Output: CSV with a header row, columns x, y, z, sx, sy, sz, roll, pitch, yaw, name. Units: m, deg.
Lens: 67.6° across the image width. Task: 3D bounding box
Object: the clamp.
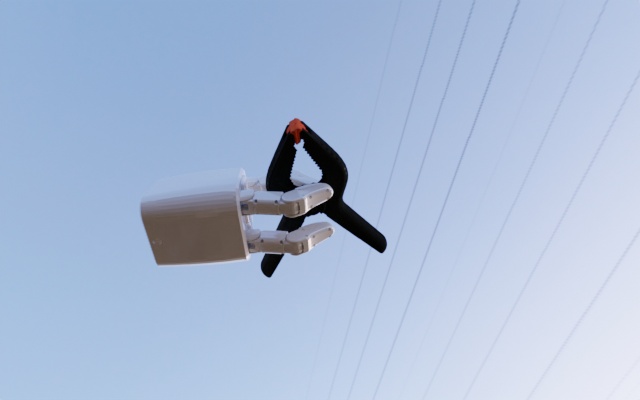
x,y,z,sx,sy,sz,roll,pitch,yaw,name
0.000,0.001,0.567,0.164,0.210,0.036,-7,35,-5,clamp
